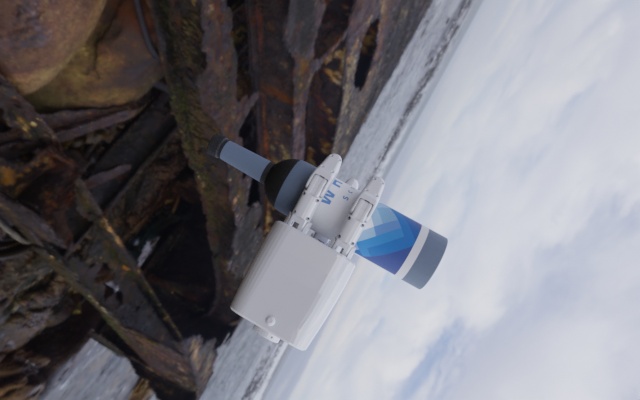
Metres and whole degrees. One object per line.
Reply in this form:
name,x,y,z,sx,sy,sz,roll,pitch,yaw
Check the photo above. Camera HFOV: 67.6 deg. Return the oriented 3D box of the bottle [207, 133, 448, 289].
bottle,0.000,0.002,0.557,0.295,0.069,0.069,29,3,5
